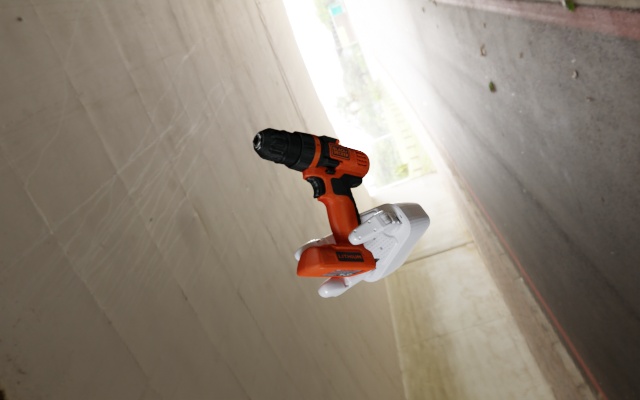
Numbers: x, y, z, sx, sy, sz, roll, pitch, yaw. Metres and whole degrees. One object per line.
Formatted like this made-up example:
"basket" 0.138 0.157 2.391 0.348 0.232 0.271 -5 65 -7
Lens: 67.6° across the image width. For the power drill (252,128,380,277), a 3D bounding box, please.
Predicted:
"power drill" 0.000 0.002 0.615 0.184 0.187 0.057 8 -23 -37
